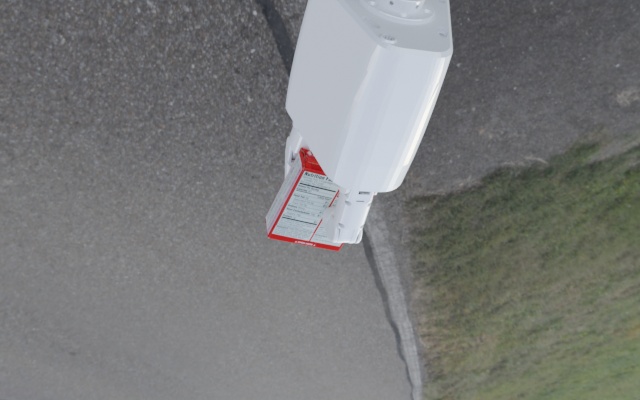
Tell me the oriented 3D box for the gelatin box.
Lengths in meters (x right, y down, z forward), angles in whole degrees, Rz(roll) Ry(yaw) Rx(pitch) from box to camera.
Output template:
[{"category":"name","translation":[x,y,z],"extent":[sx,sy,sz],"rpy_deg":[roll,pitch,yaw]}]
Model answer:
[{"category":"gelatin box","translation":[0.000,0.002,0.425],"extent":[0.073,0.089,0.030],"rpy_deg":[12,38,-23]}]
